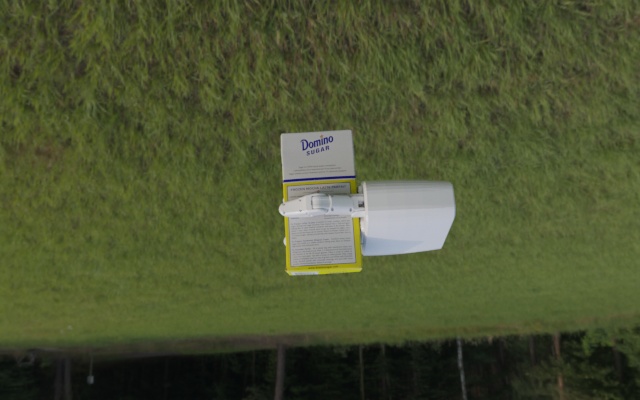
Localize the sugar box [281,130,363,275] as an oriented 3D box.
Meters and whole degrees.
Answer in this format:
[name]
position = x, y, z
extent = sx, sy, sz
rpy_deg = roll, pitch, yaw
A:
[sugar box]
position = 0.000, 0.002, 0.600
extent = 0.093, 0.176, 0.048
rpy_deg = -3, -15, 0
